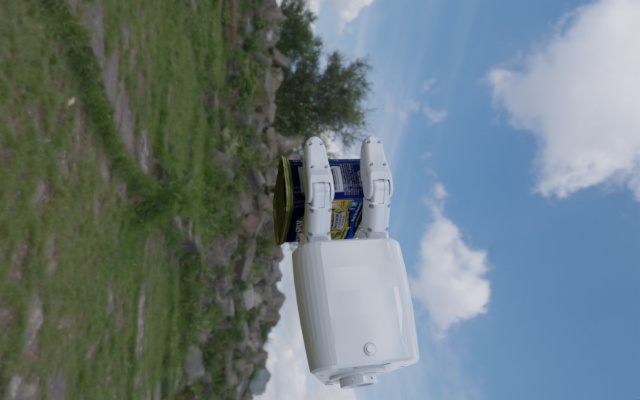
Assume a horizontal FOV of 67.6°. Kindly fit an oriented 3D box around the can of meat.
[{"bbox_3d":[0.000,0.002,0.472,0.084,0.057,0.102,-2,-31,-12],"label":"can of meat"}]
